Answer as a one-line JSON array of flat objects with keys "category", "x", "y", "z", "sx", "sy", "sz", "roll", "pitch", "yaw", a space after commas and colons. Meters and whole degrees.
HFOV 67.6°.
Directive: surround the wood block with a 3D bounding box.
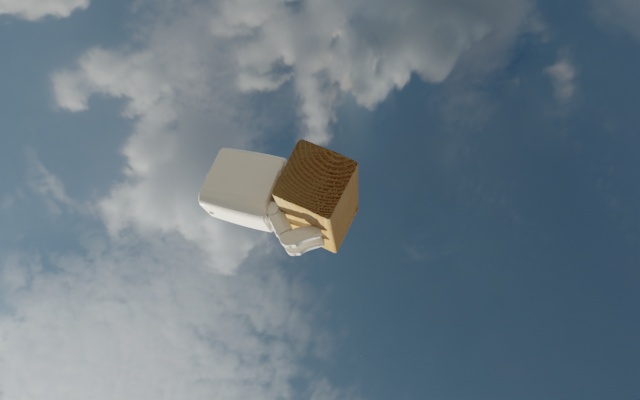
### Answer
[{"category": "wood block", "x": 0.000, "y": 0.002, "z": 0.726, "sx": 0.090, "sy": 0.090, "sz": 0.206, "roll": 24, "pitch": -15, "yaw": 11}]
